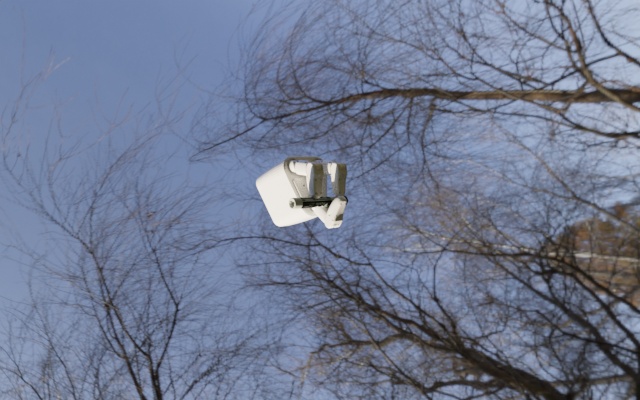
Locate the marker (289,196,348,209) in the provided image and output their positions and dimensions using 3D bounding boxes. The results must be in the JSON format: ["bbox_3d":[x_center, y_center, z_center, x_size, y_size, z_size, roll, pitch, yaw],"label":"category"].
[{"bbox_3d":[0.000,0.003,0.807,0.121,0.020,0.020,-3,2,-40],"label":"marker"}]
